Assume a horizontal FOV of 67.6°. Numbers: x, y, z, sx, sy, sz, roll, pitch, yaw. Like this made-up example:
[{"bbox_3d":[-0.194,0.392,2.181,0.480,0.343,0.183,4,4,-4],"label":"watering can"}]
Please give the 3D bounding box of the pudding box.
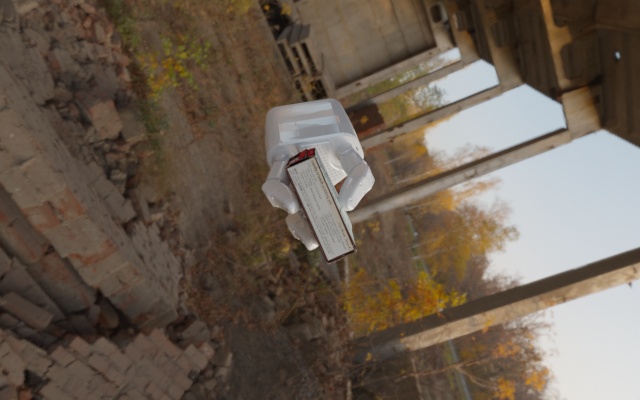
[{"bbox_3d":[0.000,0.002,0.523,0.039,0.113,0.090,-25,10,5],"label":"pudding box"}]
